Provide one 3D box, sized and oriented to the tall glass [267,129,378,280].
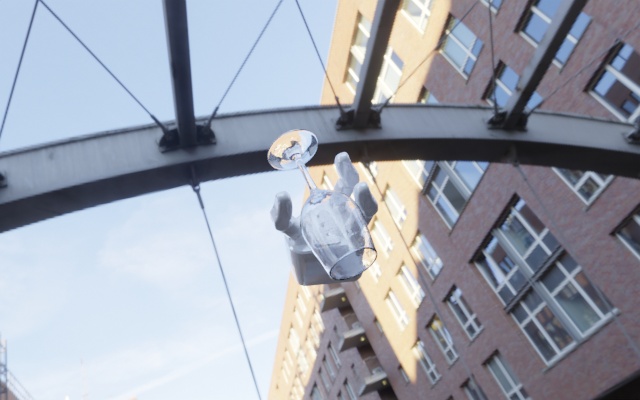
[{"bbox_3d":[0.000,0.001,0.606,0.079,0.201,0.079,-18,-36,-14],"label":"tall glass"}]
